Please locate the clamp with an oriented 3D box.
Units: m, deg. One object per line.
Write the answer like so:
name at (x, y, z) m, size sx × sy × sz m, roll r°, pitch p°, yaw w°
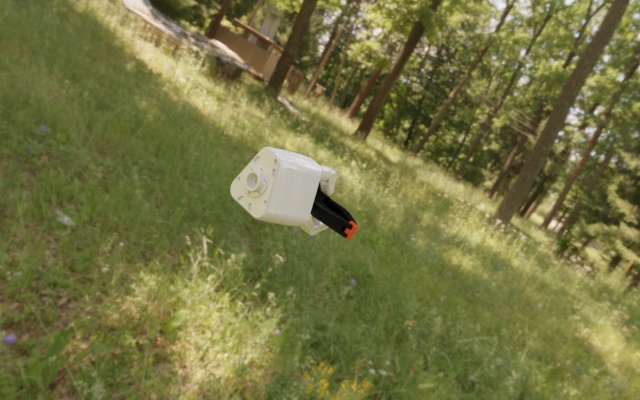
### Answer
clamp at (0.001, 0.002, 0.885) m, size 0.210 × 0.036 × 0.164 m, roll 39°, pitch 17°, yaw 33°
